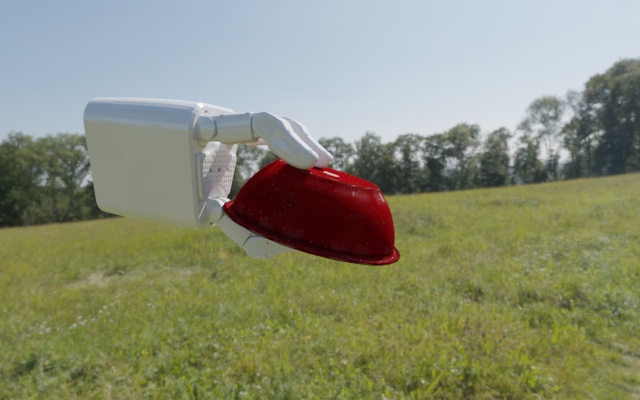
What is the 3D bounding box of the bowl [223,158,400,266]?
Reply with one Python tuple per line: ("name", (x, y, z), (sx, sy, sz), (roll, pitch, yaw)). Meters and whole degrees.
("bowl", (0.001, 0.001, 0.420), (0.162, 0.055, 0.162), (16, 9, -3))
